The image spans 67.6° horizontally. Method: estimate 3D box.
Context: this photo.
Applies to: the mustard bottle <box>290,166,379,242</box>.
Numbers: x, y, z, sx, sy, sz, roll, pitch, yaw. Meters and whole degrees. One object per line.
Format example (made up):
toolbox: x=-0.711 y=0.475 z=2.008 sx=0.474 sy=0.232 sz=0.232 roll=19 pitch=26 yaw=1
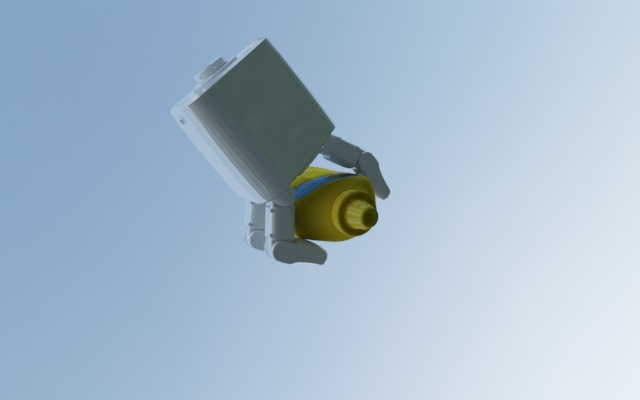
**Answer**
mustard bottle: x=0.000 y=0.002 z=0.482 sx=0.096 sy=0.058 sz=0.191 roll=-20 pitch=15 yaw=-22
